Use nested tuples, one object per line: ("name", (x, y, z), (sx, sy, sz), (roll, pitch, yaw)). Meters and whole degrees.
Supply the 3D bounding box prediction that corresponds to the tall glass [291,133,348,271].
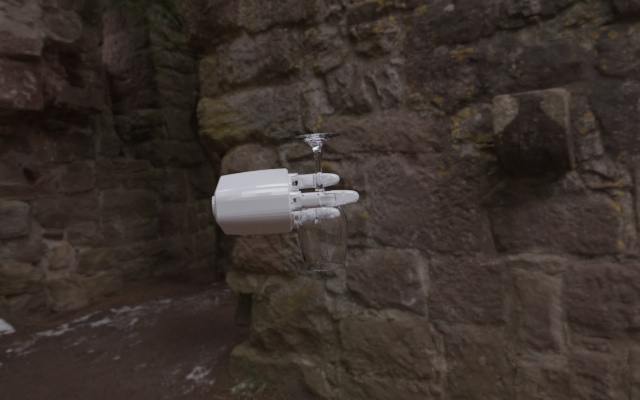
("tall glass", (0.000, 0.002, 0.724), (0.079, 0.201, 0.079), (-4, 3, 0))
